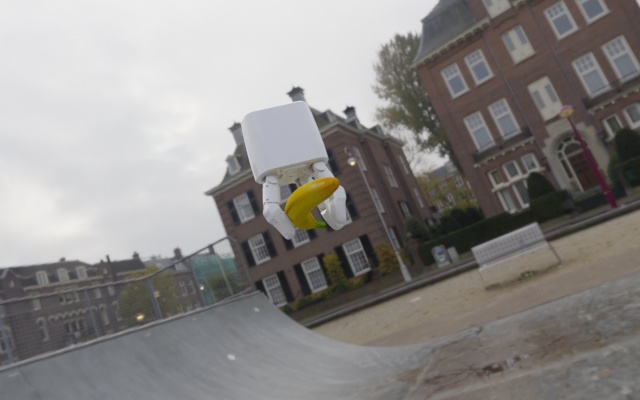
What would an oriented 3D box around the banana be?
[{"bbox_3d":[-0.018,0.007,0.708,0.069,0.037,0.198,-12,-17,-9],"label":"banana"}]
